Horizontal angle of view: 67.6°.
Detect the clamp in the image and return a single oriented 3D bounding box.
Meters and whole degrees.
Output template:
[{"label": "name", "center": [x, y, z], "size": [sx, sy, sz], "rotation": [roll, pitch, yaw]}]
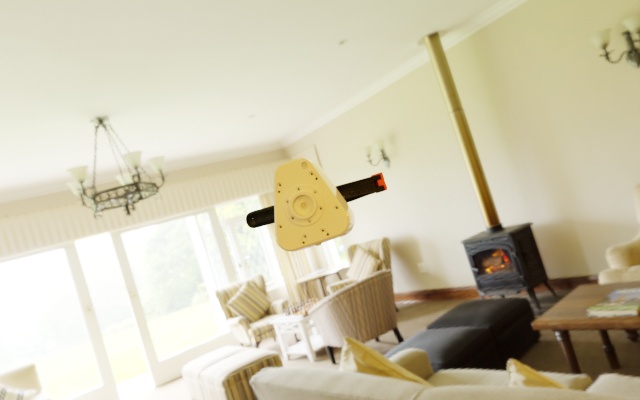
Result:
[{"label": "clamp", "center": [0.000, 0.002, 0.752], "size": [0.210, 0.036, 0.164], "rotation": [-18, -3, 5]}]
